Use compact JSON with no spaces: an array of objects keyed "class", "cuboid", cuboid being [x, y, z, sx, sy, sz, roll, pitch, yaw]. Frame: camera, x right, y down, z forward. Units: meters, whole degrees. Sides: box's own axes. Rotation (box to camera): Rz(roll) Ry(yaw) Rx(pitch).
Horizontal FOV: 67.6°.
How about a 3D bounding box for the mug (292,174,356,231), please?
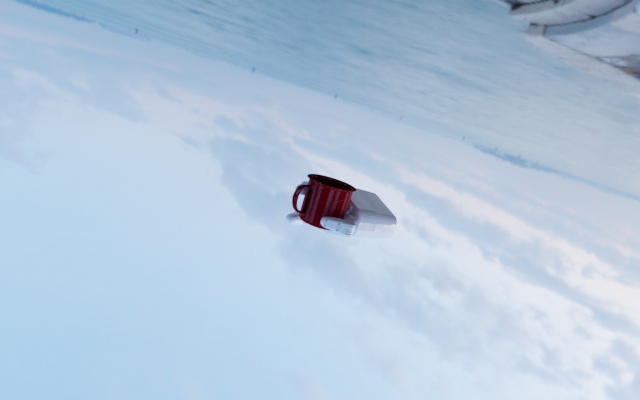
[{"class":"mug","cuboid":[-0.001,0.003,0.866,0.117,0.081,0.093,7,16,-38]}]
